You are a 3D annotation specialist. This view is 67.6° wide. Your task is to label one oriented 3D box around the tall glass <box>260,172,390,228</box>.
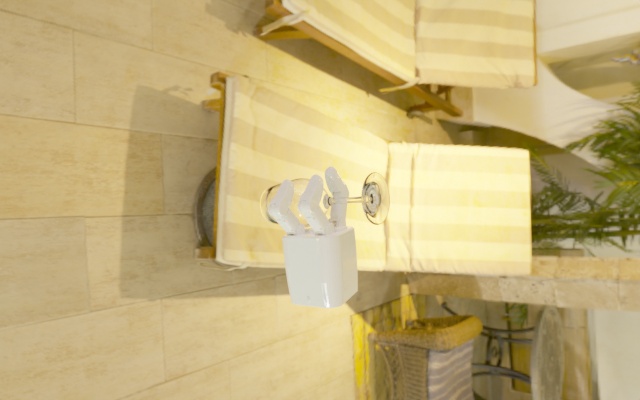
[{"bbox_3d":[0.001,0.002,0.726,0.201,0.079,0.079,-3,-2,38],"label":"tall glass"}]
